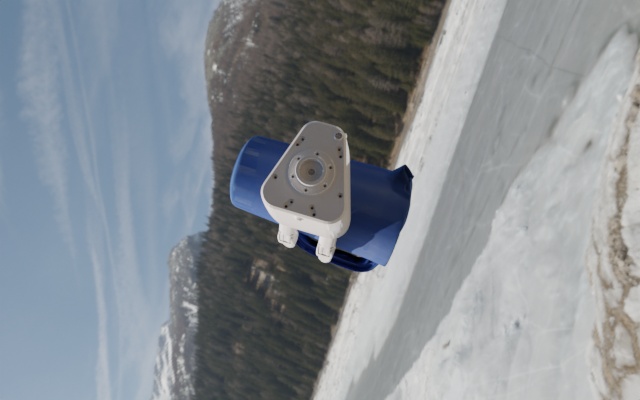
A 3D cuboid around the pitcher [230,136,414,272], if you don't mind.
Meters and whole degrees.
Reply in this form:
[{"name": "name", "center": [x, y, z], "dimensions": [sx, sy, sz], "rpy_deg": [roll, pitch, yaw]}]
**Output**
[{"name": "pitcher", "center": [0.000, 0.002, 0.680], "dimensions": [0.243, 0.149, 0.145], "rpy_deg": [18, -10, 6]}]
